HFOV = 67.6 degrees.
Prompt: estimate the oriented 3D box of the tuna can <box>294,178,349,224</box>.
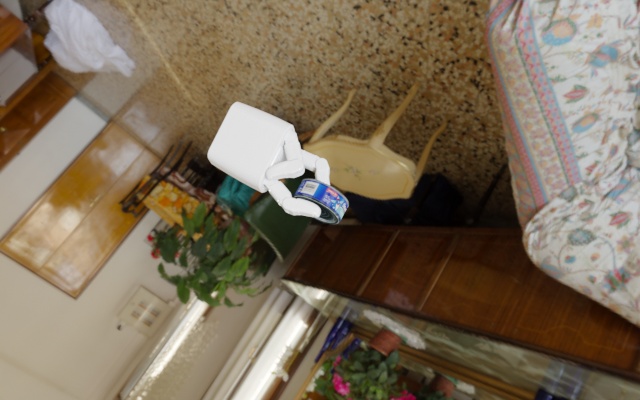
[{"bbox_3d":[0.000,0.003,0.768,0.086,0.033,0.086,25,-20,10],"label":"tuna can"}]
